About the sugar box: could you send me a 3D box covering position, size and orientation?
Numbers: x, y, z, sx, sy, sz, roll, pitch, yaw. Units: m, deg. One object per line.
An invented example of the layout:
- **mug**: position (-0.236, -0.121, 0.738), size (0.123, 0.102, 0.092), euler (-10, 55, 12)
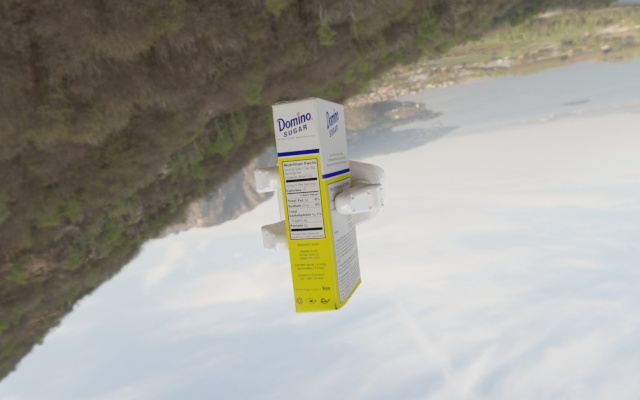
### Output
- **sugar box**: position (0.000, 0.002, 0.429), size (0.048, 0.176, 0.093), euler (-7, 4, 17)
